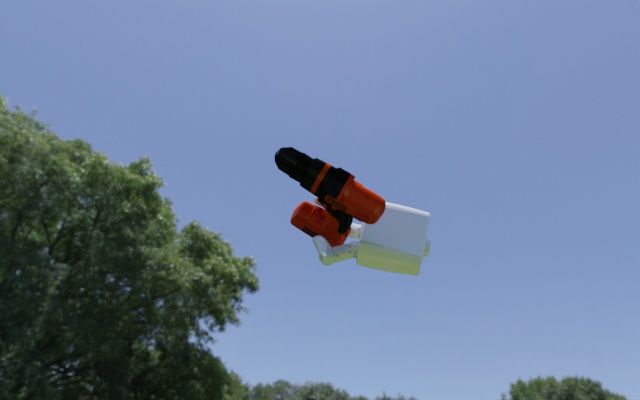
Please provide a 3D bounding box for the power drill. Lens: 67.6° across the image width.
[{"bbox_3d":[0.000,0.003,0.777,0.184,0.057,0.188,32,-24,4],"label":"power drill"}]
